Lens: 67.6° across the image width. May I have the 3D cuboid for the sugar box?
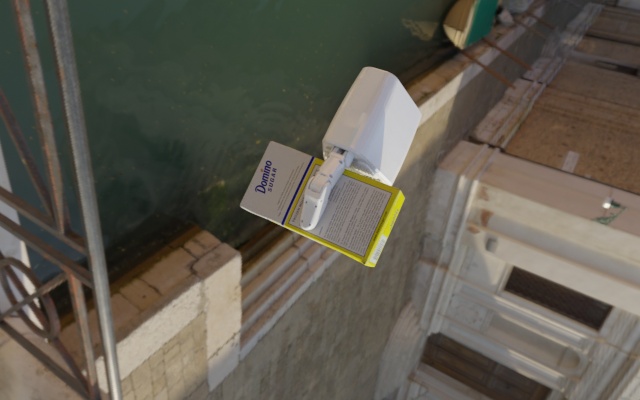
[{"bbox_3d":[0.000,0.002,0.572,0.176,0.093,0.048,23,-6,23],"label":"sugar box"}]
